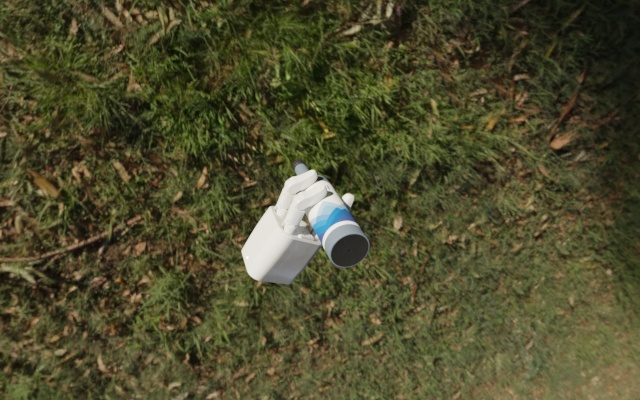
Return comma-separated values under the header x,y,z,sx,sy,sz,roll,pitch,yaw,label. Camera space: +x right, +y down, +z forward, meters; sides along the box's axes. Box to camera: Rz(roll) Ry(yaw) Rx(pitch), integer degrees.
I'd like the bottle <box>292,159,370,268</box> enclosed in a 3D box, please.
x,y,z,sx,sy,sz,roll,pitch,yaw,label
0.000,0.003,0.848,0.069,0.069,0.295,0,30,-21,bottle
